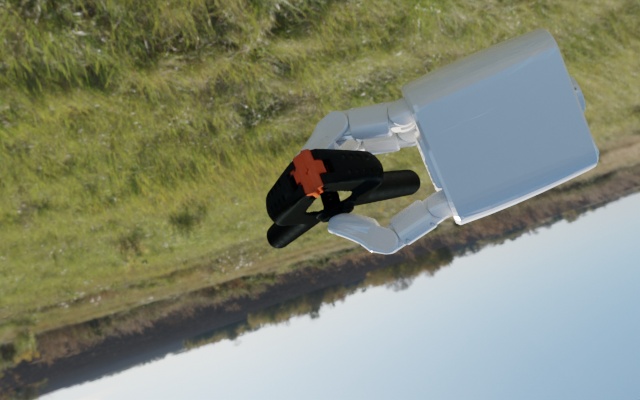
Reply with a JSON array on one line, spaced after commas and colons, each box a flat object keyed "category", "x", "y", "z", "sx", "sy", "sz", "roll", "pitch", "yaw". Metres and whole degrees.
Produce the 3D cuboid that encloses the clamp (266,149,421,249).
[{"category": "clamp", "x": 0.000, "y": 0.002, "z": 0.402, "sx": 0.164, "sy": 0.036, "sz": 0.210, "roll": -25, "pitch": -12, "yaw": 12}]
